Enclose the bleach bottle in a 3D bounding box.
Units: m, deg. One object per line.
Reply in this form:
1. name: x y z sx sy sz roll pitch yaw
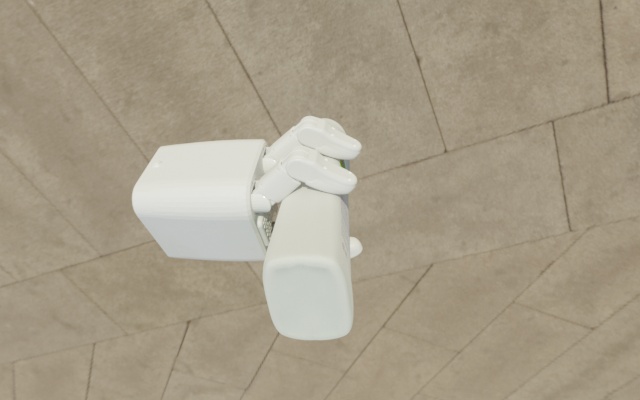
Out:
1. bleach bottle: 0.000 0.001 0.464 0.068 0.103 0.250 -2 38 7
